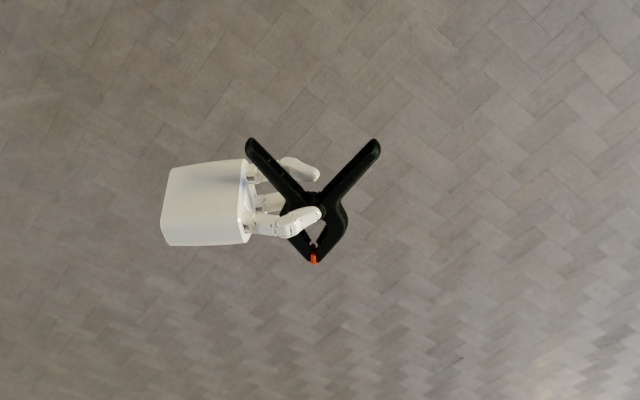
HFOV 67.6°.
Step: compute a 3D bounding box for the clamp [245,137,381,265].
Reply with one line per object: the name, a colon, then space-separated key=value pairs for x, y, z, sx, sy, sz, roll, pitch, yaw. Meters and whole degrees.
clamp: x=0.000 y=0.003 z=0.632 sx=0.164 sy=0.210 sz=0.036 roll=-4 pitch=39 yaw=6
